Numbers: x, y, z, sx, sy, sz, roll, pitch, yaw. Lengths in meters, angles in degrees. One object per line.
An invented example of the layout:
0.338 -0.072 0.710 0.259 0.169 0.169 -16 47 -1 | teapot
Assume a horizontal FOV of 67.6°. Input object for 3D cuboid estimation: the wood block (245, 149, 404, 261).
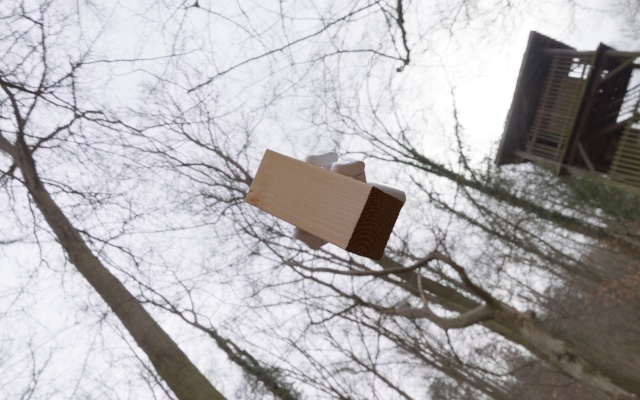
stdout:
0.000 0.003 0.688 0.206 0.091 0.090 22 0 40 | wood block
